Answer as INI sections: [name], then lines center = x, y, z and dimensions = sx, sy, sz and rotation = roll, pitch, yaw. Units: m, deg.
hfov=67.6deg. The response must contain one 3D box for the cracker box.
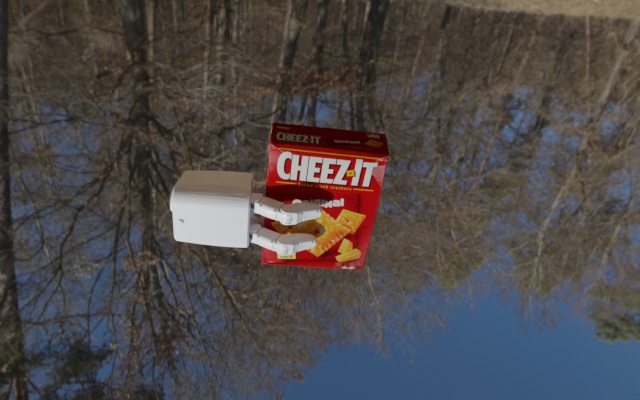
[cracker box]
center = 0.000, 0.002, 0.710
dimensions = 0.164, 0.214, 0.072
rotation = 5, 35, -5
